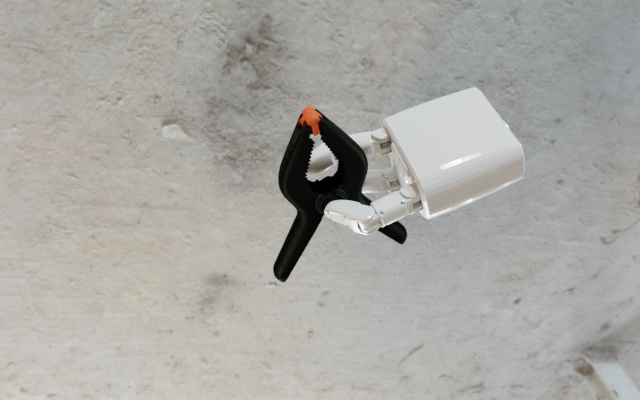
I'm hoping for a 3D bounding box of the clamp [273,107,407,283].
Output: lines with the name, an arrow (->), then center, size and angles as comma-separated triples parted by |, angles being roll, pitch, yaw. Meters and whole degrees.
clamp -> 0.000, 0.002, 0.511 | 0.164, 0.210, 0.036 | -23, 40, -1
